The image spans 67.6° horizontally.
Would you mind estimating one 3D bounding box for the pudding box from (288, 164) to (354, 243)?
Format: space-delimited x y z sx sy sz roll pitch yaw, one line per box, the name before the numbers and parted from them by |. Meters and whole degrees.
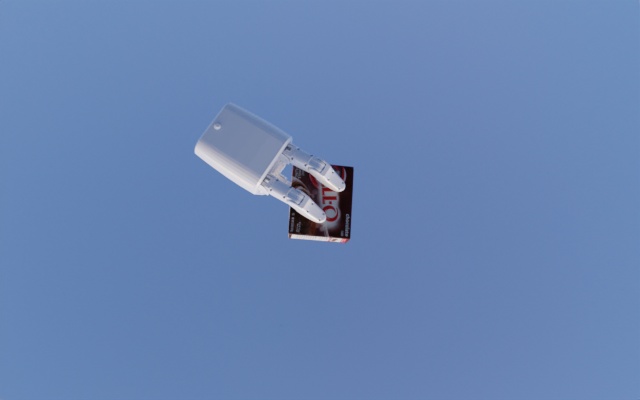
pudding box | 0.000 0.002 0.697 0.090 0.113 0.039 5 -14 -6
